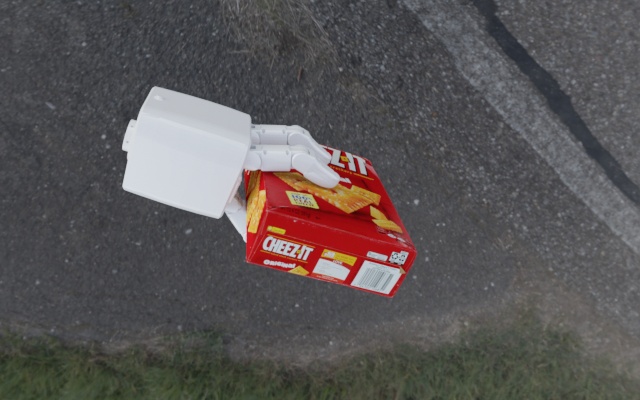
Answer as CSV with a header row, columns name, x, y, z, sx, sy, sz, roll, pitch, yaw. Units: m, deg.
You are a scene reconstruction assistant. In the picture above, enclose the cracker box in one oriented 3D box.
name,x,y,z,sx,sy,sz,roll,pitch,yaw
cracker box,0.000,0.002,0.550,0.164,0.072,0.213,17,27,-18
